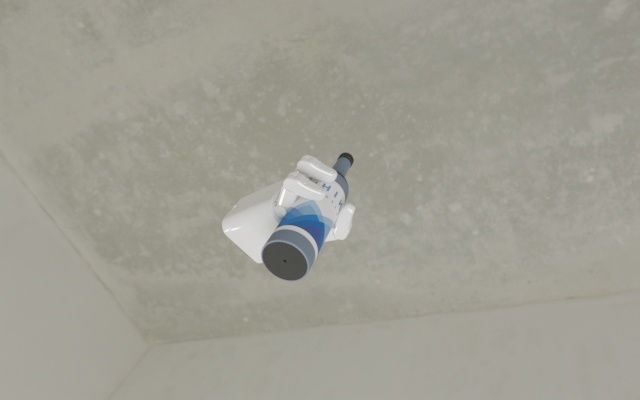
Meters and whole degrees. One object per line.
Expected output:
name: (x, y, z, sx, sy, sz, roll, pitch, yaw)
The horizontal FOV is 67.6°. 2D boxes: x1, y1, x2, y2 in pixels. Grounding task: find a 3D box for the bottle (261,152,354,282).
bottle: (0.000, 0.002, 0.722, 0.069, 0.069, 0.295, 0, 31, 21)
